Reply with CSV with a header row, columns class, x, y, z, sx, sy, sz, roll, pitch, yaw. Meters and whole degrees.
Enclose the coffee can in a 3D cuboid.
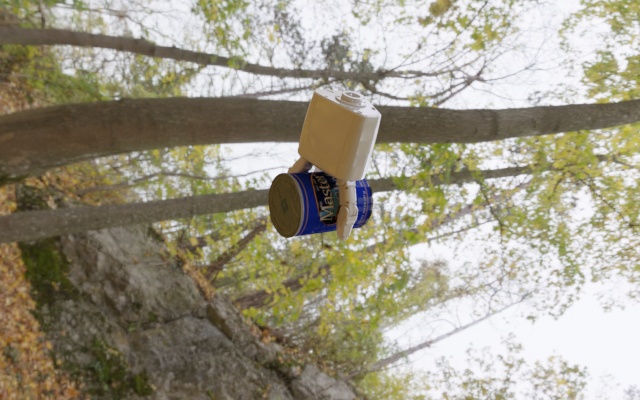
class,x,y,z,sx,sy,sz,roll,pitch,yaw
coffee can,0.000,0.003,0.783,0.140,0.103,0.103,-6,3,-33
